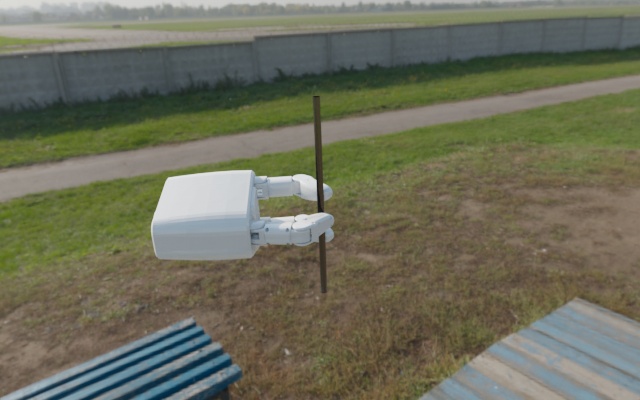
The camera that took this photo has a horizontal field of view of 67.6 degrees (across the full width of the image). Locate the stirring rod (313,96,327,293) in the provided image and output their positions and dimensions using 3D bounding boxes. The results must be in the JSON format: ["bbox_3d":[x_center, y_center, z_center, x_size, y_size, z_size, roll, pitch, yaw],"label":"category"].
[{"bbox_3d":[0.000,0.002,0.549,0.011,0.240,0.011,-2,22,1],"label":"stirring rod"}]
